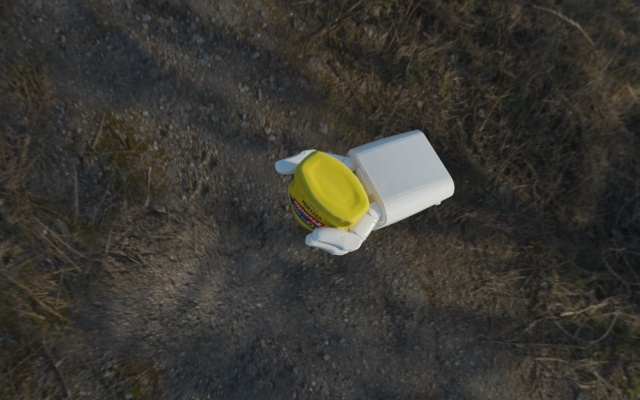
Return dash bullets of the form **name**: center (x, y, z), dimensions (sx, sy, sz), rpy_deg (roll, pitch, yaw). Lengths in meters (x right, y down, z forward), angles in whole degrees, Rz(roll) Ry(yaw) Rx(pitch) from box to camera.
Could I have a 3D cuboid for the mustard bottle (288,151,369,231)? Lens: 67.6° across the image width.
- **mustard bottle**: center (0.000, 0.002, 0.636), dimensions (0.058, 0.096, 0.192), rpy_deg (-46, -1, -15)
